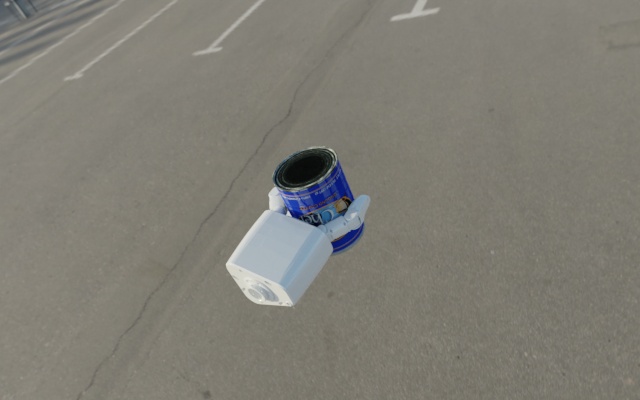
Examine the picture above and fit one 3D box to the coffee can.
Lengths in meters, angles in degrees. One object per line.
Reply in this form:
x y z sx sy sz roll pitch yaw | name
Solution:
0.000 0.002 0.737 0.103 0.140 0.102 -16 37 12 | coffee can
